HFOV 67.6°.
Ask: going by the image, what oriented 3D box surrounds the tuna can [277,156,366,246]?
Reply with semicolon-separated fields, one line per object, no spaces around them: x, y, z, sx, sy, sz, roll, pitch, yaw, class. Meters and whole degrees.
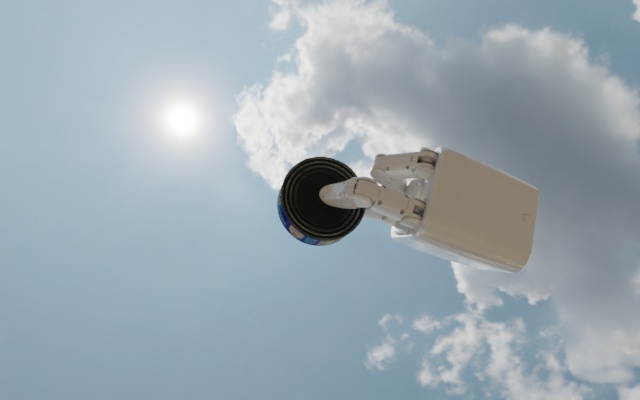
0.000;0.002;0.480;0.086;0.086;0.034;0;-17;-14;tuna can
